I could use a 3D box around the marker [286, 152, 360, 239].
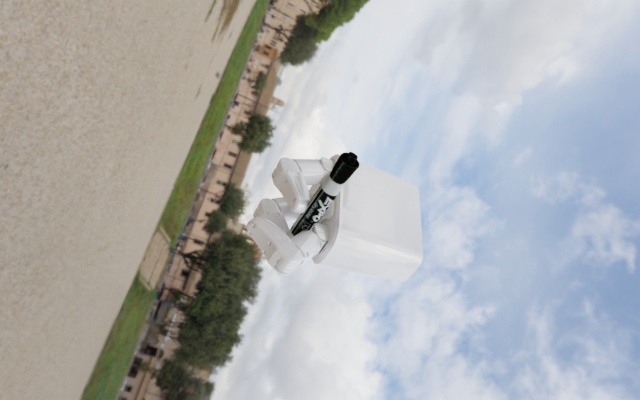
[{"bbox_3d":[0.000,0.001,0.436,0.020,0.020,0.121,0,-41,-37],"label":"marker"}]
